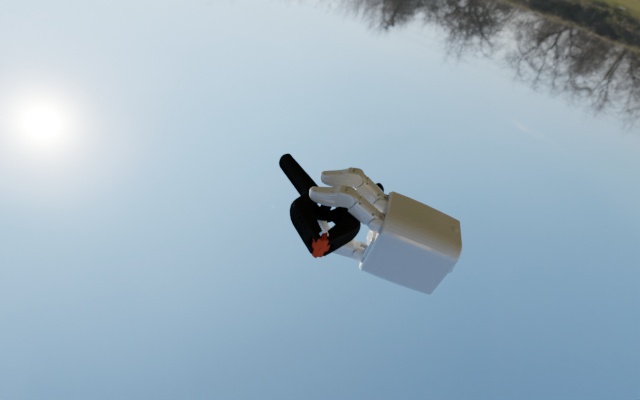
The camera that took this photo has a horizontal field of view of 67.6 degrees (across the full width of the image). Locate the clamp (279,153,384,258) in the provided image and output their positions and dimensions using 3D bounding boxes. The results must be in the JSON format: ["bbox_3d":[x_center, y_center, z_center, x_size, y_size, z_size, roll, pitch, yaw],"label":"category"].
[{"bbox_3d":[0.000,0.003,0.649,0.164,0.036,0.210,20,30,2],"label":"clamp"}]
